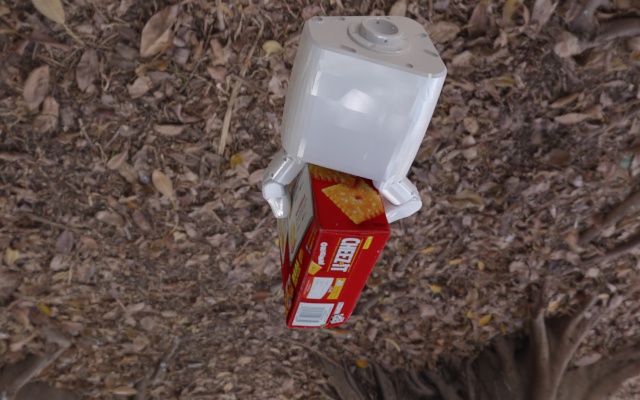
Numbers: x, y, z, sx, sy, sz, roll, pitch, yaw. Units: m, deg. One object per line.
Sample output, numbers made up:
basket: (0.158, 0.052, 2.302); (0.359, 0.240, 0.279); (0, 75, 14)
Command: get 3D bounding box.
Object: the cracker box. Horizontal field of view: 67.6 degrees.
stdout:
cracker box: (0.000, 0.002, 0.510); (0.072, 0.213, 0.164); (3, -44, -14)
